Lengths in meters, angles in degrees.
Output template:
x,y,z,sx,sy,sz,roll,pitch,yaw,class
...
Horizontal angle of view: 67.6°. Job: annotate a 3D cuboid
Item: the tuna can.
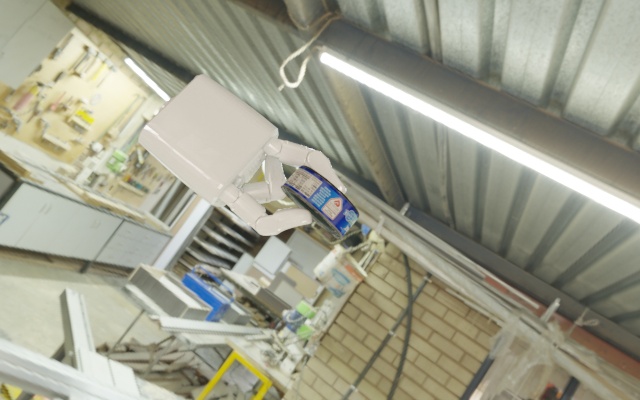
x,y,z,sx,sy,sz,roll,pitch,yaw,class
0.001,0.001,0.512,0.086,0.034,0.086,40,-8,7,tuna can
